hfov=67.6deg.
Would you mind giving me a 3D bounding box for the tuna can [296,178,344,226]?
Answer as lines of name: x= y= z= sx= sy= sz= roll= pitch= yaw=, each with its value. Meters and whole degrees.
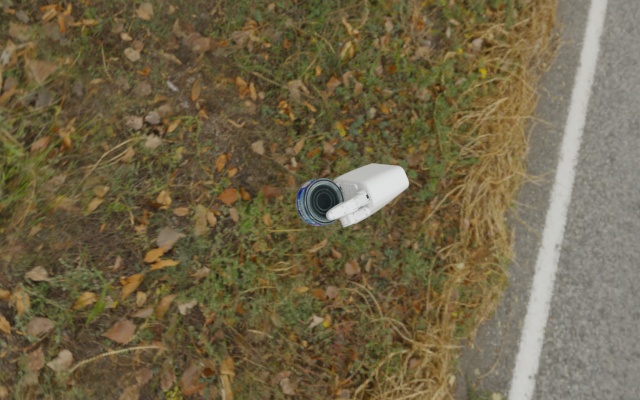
tuna can: x=0.000 y=0.003 z=0.865 sx=0.086 sy=0.086 sz=0.034 roll=0 pitch=-5 yaw=-30
